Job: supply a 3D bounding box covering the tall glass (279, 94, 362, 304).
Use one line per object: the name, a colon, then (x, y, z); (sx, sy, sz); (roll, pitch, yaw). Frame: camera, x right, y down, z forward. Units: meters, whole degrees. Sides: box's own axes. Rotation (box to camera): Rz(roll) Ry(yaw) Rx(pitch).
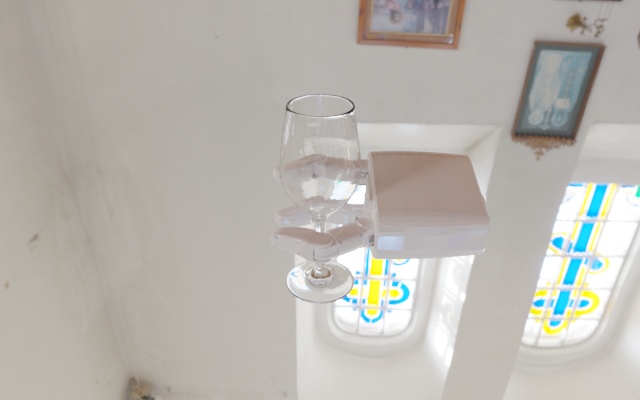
tall glass: (0.000, 0.002, 0.471); (0.079, 0.201, 0.079); (0, 30, 0)
